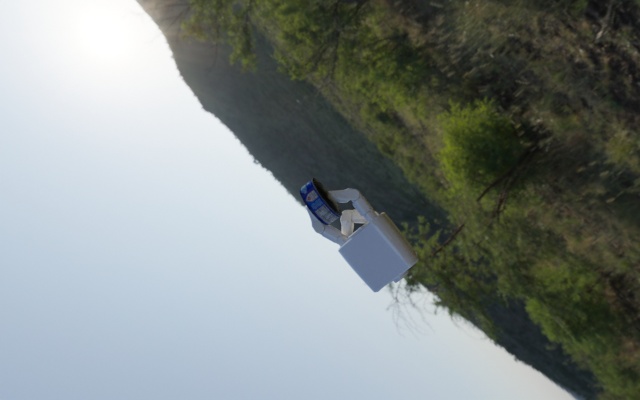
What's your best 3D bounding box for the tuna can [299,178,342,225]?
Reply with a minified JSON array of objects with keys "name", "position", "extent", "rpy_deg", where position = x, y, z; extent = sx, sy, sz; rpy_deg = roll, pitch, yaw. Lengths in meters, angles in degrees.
[{"name":"tuna can","position":[0.000,0.003,0.869],"extent":[0.034,0.086,0.086],"rpy_deg":[-38,-9,11]}]
